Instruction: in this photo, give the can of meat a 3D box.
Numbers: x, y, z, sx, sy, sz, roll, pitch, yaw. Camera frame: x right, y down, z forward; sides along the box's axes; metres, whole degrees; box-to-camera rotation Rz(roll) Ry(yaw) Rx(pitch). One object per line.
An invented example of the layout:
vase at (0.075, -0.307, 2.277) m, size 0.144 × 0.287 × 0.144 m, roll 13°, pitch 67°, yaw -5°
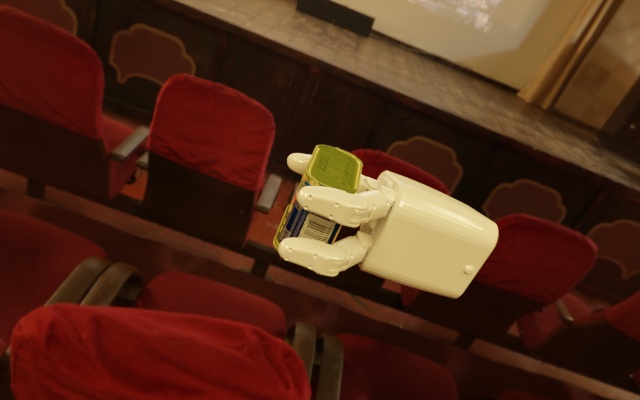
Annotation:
can of meat at (0.000, 0.001, 0.470) m, size 0.057 × 0.084 × 0.102 m, roll 23°, pitch 28°, yaw -3°
